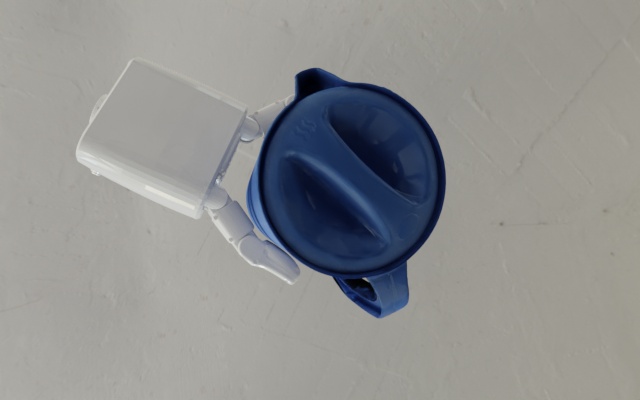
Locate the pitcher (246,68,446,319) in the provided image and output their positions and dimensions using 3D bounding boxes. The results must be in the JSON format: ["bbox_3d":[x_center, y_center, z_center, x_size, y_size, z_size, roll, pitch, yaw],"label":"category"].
[{"bbox_3d":[0.000,0.001,0.429,0.145,0.149,0.243,23,-8,-11],"label":"pitcher"}]
